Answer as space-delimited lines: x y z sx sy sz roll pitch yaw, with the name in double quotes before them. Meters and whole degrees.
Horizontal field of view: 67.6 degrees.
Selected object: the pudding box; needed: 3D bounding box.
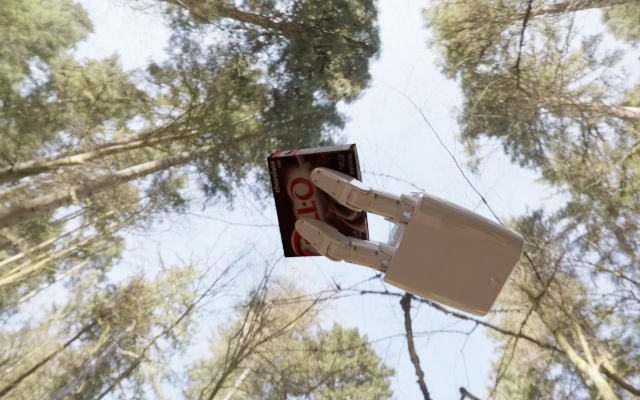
"pudding box" 0.000 0.002 0.492 0.090 0.113 0.039 -5 15 13
